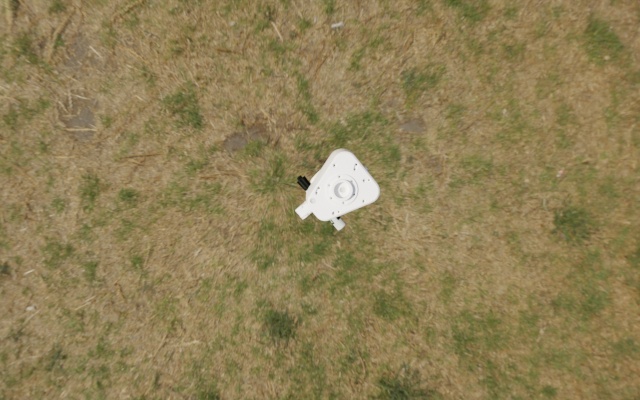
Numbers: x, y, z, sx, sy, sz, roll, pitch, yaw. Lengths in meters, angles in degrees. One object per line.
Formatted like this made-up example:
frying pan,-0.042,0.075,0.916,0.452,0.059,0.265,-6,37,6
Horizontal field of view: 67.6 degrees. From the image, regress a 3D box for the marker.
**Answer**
marker,0.000,0.003,0.860,0.020,0.121,0.020,-40,5,5
